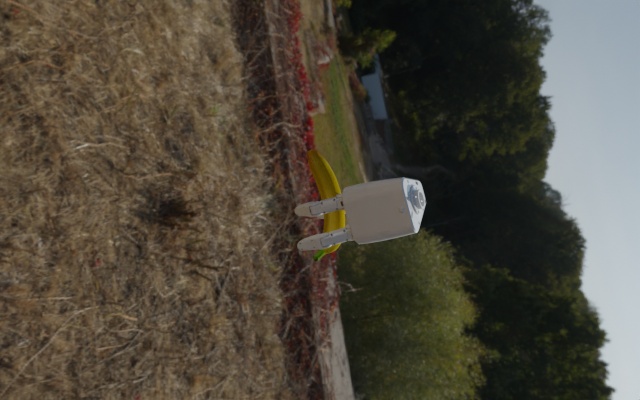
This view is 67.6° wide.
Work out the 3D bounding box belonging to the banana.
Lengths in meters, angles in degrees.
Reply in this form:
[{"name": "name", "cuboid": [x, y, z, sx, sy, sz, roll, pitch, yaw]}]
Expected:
[{"name": "banana", "cuboid": [0.012, 0.007, 0.854, 0.037, 0.198, 0.069, -10, -9, 39]}]
